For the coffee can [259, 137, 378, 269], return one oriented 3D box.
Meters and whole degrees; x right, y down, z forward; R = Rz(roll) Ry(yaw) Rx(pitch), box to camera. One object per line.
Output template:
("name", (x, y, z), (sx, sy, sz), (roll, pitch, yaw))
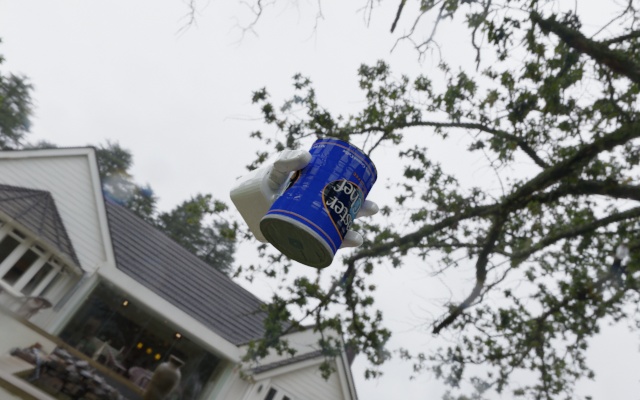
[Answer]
("coffee can", (0.000, 0.002, 0.621), (0.103, 0.140, 0.103), (24, -29, 14))
